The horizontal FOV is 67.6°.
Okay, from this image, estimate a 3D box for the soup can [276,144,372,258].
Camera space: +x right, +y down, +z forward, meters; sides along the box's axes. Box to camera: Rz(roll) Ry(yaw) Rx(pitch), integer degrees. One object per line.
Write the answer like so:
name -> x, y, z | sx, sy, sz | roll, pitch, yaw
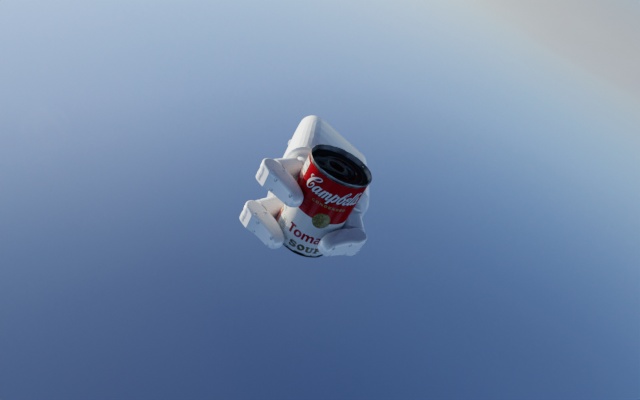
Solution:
soup can -> 0.000, 0.002, 0.501 | 0.068, 0.102, 0.068 | 21, 32, -14
